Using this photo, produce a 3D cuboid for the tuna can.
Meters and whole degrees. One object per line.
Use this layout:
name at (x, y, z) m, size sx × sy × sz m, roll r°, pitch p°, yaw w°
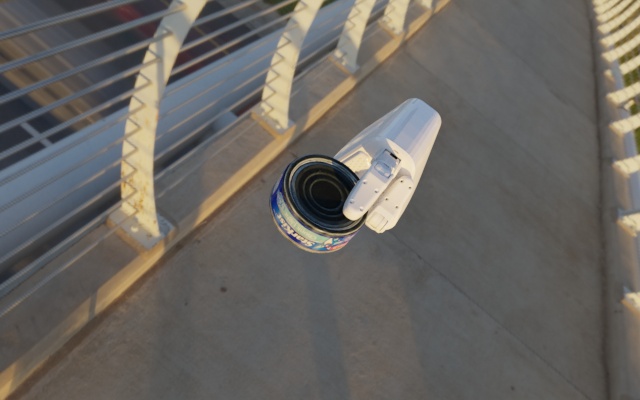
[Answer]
tuna can at (0.000, 0.001, 0.426) m, size 0.086 × 0.086 × 0.034 m, roll 0°, pitch -30°, yaw -29°
